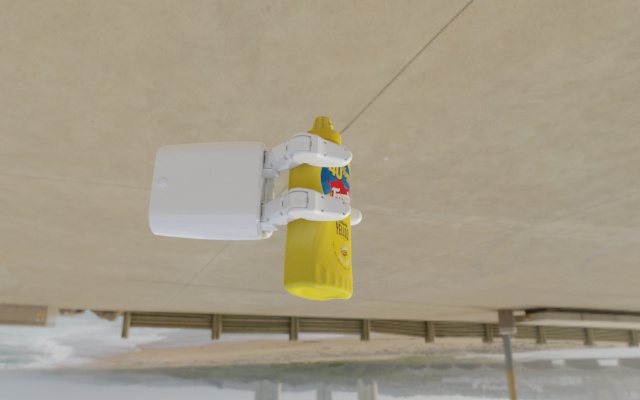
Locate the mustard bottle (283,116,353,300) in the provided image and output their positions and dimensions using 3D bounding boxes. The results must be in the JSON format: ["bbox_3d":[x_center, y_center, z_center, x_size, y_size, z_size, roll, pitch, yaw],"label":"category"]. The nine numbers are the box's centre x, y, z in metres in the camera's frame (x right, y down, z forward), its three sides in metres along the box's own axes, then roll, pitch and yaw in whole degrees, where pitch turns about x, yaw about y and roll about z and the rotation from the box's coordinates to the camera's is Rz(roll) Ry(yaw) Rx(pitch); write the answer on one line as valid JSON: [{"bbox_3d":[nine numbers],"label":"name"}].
[{"bbox_3d":[0.000,0.002,0.493,0.058,0.191,0.096,-8,-21,24],"label":"mustard bottle"}]
